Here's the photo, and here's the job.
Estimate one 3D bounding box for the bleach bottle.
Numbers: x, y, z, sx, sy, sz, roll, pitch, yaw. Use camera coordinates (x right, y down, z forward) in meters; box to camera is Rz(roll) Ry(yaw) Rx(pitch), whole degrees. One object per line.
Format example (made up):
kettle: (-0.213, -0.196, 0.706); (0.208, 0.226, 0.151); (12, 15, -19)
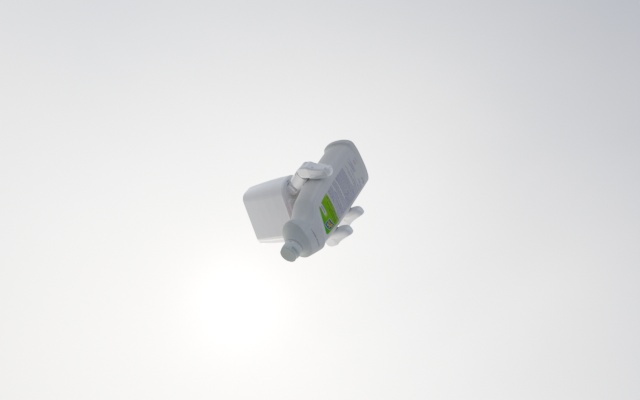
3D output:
bleach bottle: (0.000, 0.003, 0.802); (0.068, 0.103, 0.250); (-10, 30, 37)
